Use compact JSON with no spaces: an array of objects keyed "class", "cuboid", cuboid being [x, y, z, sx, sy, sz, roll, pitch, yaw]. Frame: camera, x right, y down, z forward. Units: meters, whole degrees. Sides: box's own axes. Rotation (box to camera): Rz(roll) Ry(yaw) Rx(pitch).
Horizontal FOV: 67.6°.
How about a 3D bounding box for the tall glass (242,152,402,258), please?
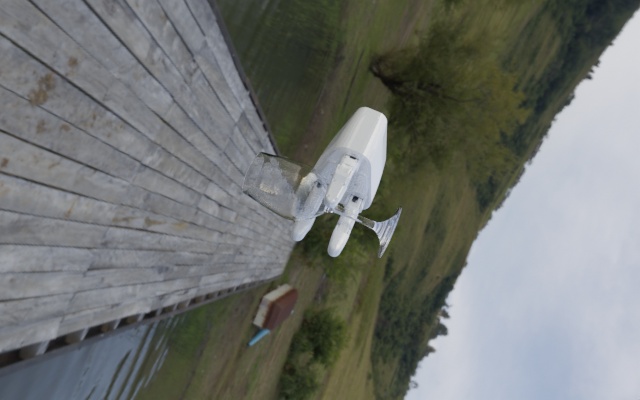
[{"class":"tall glass","cuboid":[0.001,0.002,0.632,0.201,0.079,0.079,23,2,4]}]
